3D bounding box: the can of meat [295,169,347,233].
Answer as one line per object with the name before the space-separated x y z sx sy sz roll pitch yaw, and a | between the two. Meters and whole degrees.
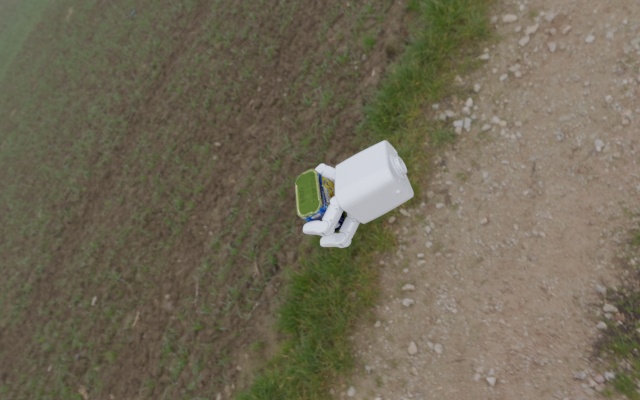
can of meat | 0.000 0.003 0.876 0.057 0.102 0.084 -27 -39 25
